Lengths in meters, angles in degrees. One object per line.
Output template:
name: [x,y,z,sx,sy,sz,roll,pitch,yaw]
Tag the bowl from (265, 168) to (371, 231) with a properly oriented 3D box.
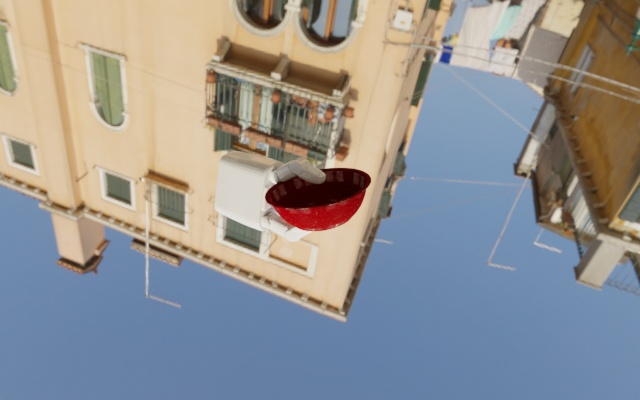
bowl: [0.001,0.003,0.722,0.162,0.055,0.162,-9,21,4]
